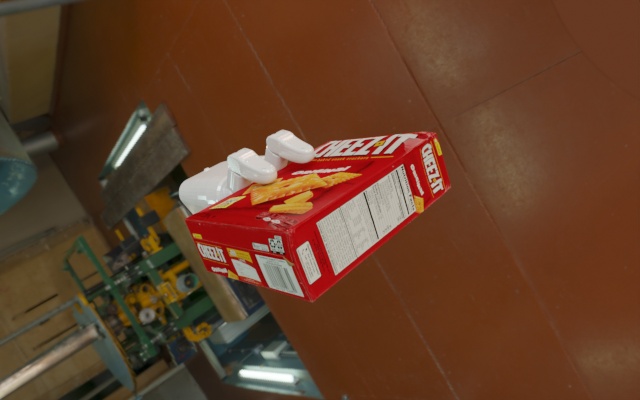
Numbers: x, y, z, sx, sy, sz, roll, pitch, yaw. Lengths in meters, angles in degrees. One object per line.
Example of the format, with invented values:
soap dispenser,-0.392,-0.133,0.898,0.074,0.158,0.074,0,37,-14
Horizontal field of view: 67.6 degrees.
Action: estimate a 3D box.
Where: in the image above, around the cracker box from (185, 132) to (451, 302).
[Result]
cracker box,0.000,0.002,0.479,0.164,0.072,0.213,3,29,48
